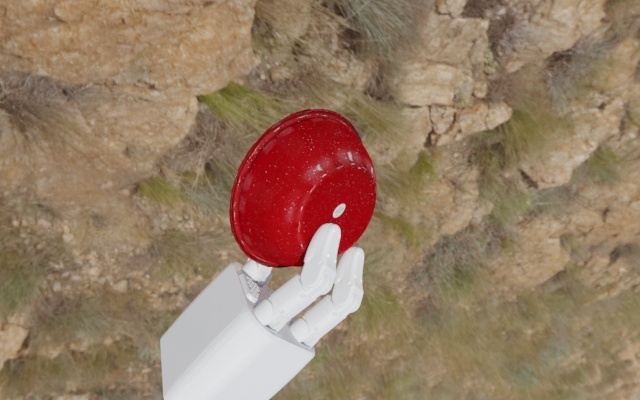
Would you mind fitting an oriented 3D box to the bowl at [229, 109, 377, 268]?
[{"bbox_3d":[0.001,0.000,0.438,0.162,0.162,0.055,0,22,-43],"label":"bowl"}]
